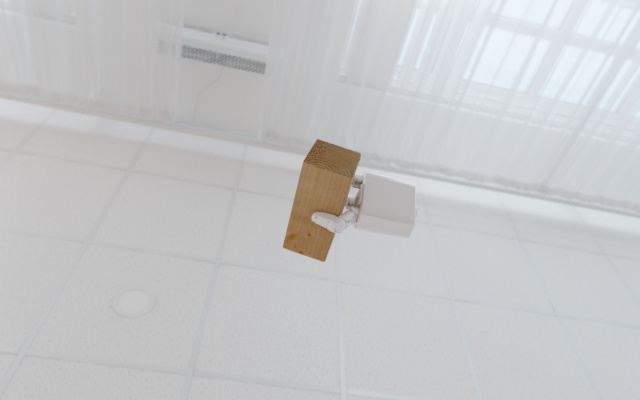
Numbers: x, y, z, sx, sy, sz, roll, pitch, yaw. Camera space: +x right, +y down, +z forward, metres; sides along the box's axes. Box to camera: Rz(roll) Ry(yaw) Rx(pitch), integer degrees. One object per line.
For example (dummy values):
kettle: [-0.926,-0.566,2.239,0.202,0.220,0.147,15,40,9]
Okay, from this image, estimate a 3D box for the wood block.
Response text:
wood block: [0.000,0.003,0.899,0.090,0.206,0.090,19,37,4]
